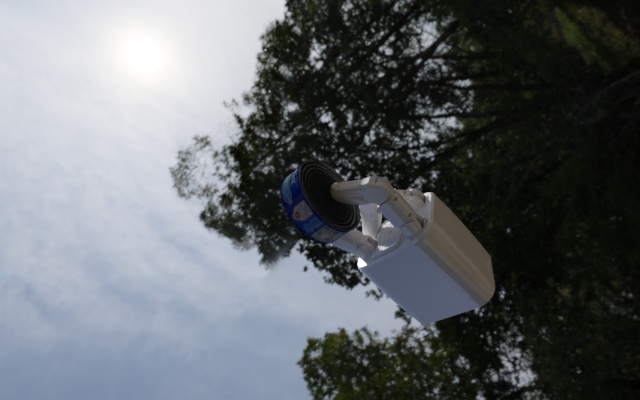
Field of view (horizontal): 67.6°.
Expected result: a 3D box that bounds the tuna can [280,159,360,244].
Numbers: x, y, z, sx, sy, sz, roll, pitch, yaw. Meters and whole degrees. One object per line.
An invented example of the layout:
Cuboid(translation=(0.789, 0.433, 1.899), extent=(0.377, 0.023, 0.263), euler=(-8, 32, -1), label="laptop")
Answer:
Cuboid(translation=(0.000, 0.002, 0.495), extent=(0.034, 0.086, 0.086), euler=(-37, -21, 31), label="tuna can")
